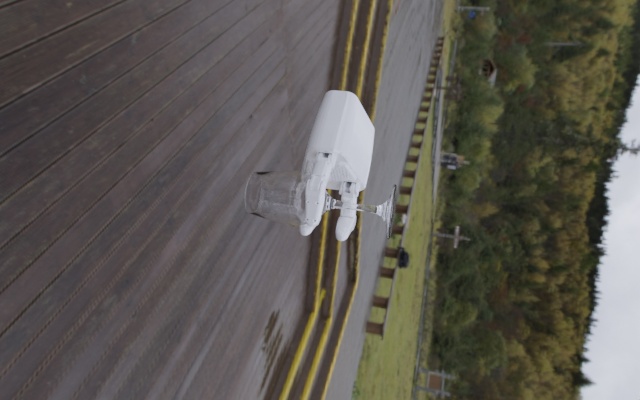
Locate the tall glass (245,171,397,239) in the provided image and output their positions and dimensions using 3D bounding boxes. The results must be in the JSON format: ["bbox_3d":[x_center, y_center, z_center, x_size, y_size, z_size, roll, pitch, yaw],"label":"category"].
[{"bbox_3d":[0.001,0.002,0.660,0.201,0.079,0.079,8,2,13],"label":"tall glass"}]
